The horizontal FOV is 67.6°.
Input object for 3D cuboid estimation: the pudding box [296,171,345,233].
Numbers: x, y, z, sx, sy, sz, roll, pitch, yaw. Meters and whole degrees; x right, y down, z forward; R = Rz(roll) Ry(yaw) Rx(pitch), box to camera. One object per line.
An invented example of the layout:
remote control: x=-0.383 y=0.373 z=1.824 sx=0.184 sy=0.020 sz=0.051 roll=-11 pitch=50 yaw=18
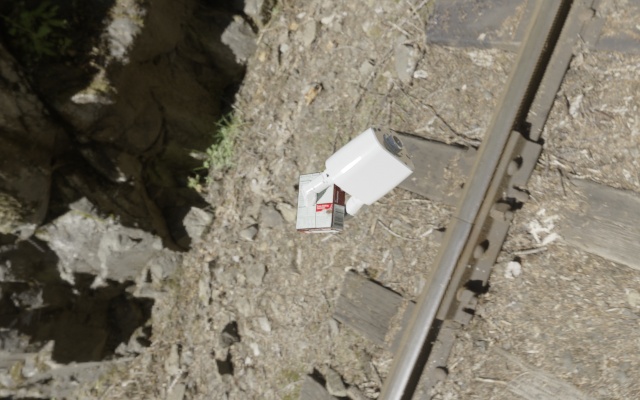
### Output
pudding box: x=0.000 y=0.003 z=0.895 sx=0.090 sy=0.113 sz=0.039 roll=-6 pitch=-16 yaw=40
